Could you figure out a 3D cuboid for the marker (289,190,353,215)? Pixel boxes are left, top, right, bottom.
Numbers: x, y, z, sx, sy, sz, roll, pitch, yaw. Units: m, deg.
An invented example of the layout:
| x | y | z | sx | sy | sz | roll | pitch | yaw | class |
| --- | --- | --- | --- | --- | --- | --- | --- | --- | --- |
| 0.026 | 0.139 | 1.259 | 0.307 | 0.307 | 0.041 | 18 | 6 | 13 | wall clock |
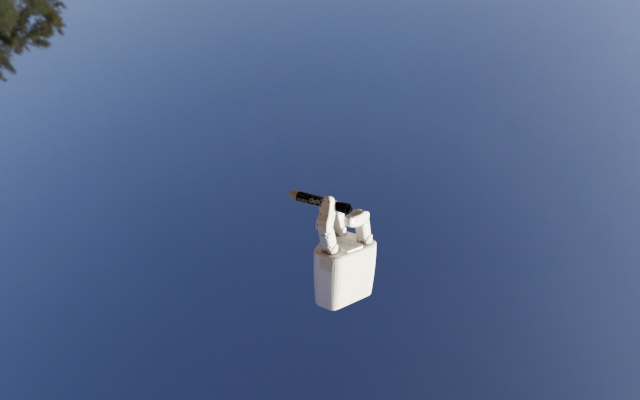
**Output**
| x | y | z | sx | sy | sz | roll | pitch | yaw | class |
| --- | --- | --- | --- | --- | --- | --- | --- | --- | --- |
| 0.000 | 0.003 | 0.800 | 0.121 | 0.020 | 0.020 | 14 | 8 | 32 | marker |
